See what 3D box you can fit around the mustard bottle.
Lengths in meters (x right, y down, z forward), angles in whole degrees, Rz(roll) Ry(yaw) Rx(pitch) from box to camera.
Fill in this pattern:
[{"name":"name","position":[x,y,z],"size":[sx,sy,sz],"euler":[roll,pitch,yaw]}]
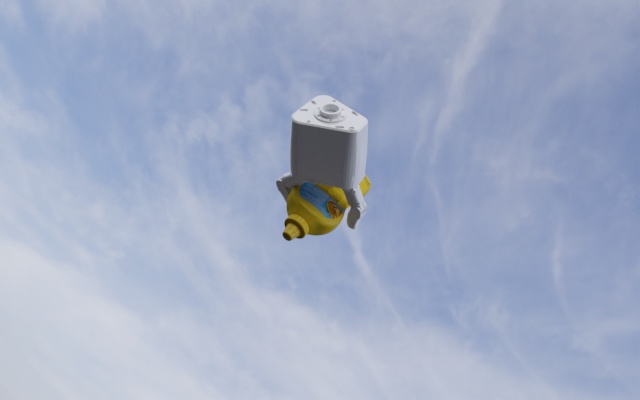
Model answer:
[{"name":"mustard bottle","position":[0.000,0.003,0.794],"size":[0.191,0.096,0.058],"euler":[-46,-6,-39]}]
